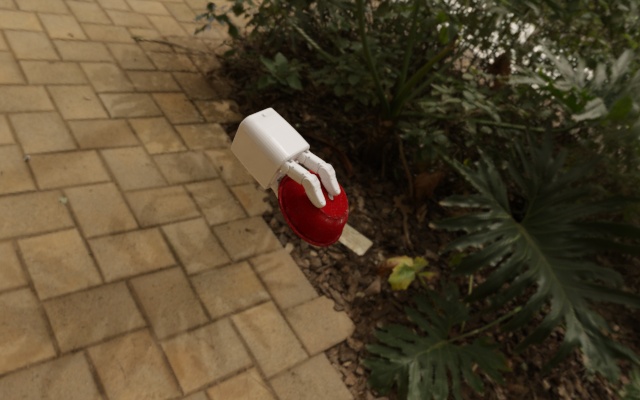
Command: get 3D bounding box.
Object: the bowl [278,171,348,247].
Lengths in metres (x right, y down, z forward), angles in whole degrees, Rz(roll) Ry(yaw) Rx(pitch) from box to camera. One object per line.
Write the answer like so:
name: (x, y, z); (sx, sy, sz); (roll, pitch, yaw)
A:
bowl: (0.001, 0.004, 0.898); (0.162, 0.162, 0.055); (0, -25, -46)
